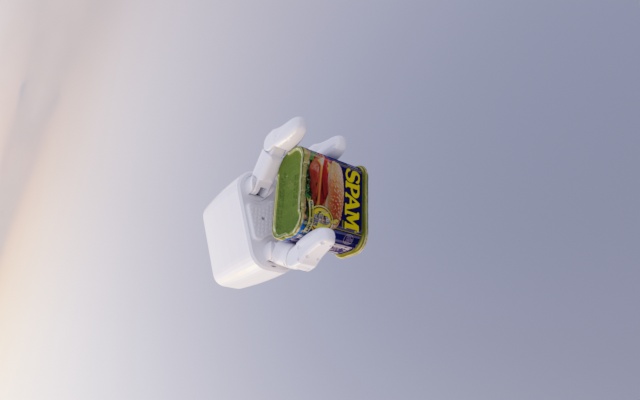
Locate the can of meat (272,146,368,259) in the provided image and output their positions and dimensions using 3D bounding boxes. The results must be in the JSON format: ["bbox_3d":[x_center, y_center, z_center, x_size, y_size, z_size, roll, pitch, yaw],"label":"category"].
[{"bbox_3d":[0.000,0.002,0.498,0.084,0.102,0.057,17,-27,-32],"label":"can of meat"}]
